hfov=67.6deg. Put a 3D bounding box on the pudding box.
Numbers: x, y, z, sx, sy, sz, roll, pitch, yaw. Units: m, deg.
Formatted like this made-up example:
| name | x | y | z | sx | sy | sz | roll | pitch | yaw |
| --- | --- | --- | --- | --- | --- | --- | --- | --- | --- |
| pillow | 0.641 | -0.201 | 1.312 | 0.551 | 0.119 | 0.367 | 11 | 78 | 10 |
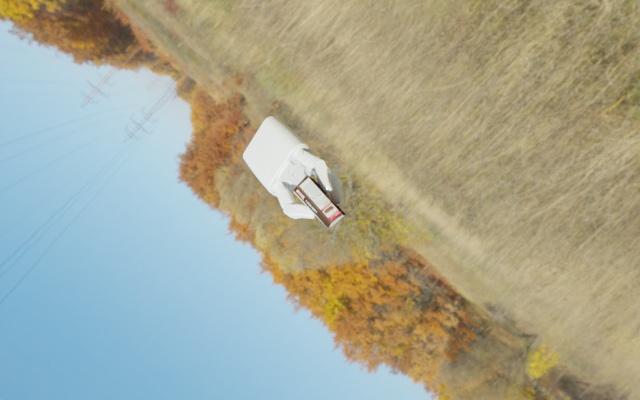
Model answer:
| name | x | y | z | sx | sy | sz | roll | pitch | yaw |
| --- | --- | --- | --- | --- | --- | --- | --- | --- | --- |
| pudding box | 0.000 | 0.003 | 0.834 | 0.039 | 0.090 | 0.113 | -43 | -4 | 5 |
